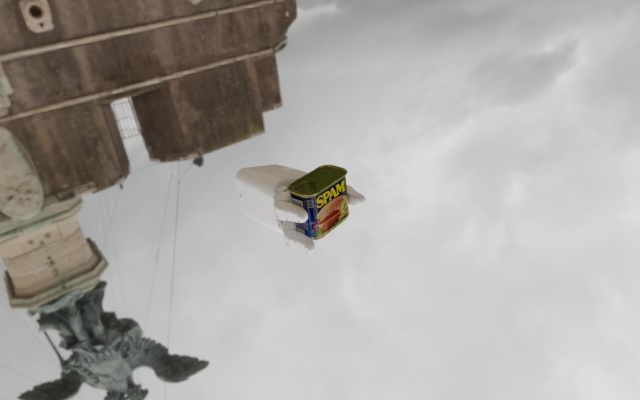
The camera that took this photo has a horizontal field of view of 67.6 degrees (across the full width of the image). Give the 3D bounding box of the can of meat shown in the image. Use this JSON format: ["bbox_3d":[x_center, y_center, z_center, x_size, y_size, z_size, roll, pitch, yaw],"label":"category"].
[{"bbox_3d":[0.000,0.003,0.761,0.057,0.084,0.102,18,38,37],"label":"can of meat"}]
